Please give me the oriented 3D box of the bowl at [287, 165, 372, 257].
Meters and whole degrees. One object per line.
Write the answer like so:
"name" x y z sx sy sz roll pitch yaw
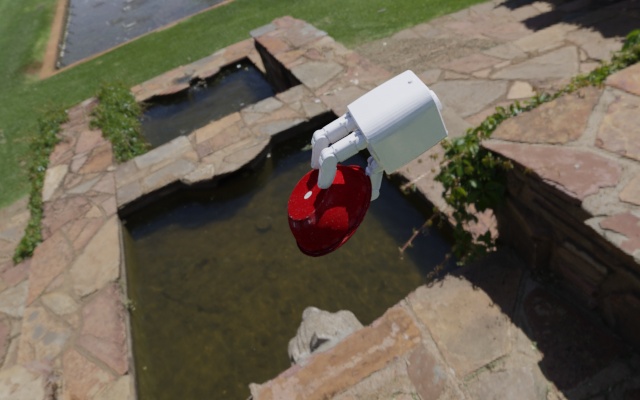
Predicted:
"bowl" -0.001 0.003 0.731 0.055 0.162 0.162 35 -21 -32
